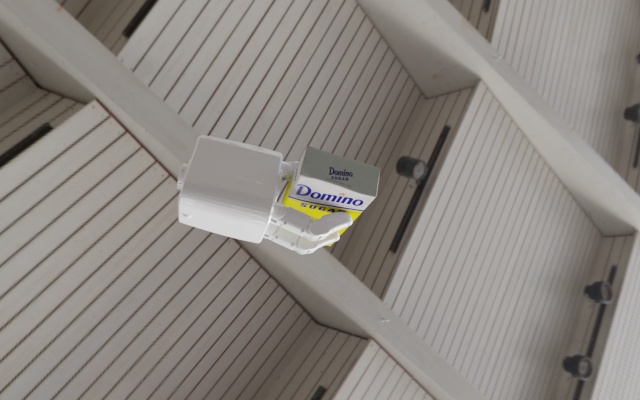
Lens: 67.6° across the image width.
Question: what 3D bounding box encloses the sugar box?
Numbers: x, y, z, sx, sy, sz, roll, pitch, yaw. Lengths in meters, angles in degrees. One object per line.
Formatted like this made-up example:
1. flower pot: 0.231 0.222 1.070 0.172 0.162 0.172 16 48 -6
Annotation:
1. sugar box: 0.000 0.002 0.612 0.093 0.048 0.176 16 -25 -9
